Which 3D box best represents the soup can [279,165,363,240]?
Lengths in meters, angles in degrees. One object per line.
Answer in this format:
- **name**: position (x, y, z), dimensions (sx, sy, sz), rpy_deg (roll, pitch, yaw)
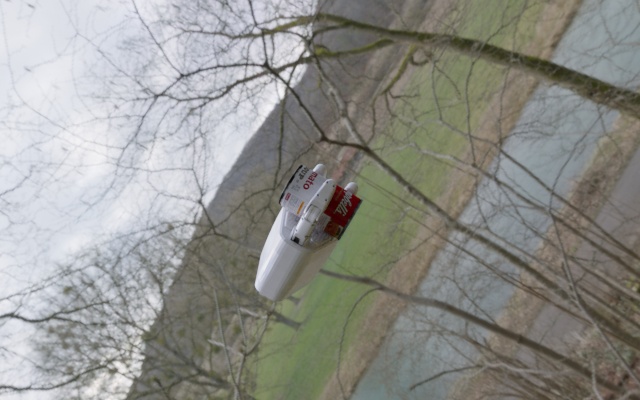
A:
- **soup can**: position (0.000, 0.002, 0.683), dimensions (0.102, 0.068, 0.068), rpy_deg (31, 2, 3)
